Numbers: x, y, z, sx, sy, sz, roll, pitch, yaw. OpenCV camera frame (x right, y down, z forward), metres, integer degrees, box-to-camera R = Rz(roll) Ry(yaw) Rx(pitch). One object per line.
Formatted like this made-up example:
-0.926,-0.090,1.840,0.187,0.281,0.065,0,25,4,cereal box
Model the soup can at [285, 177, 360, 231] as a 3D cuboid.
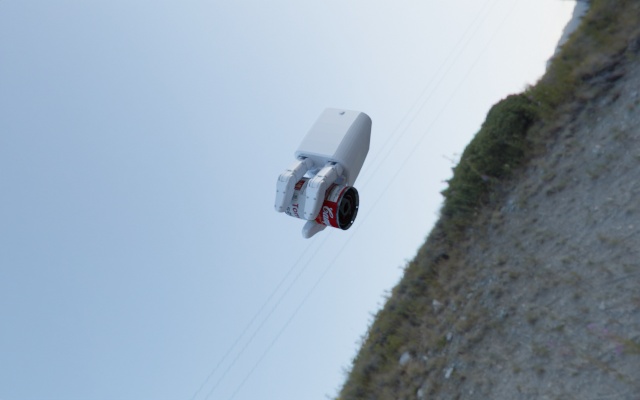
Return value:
0.000,0.003,0.742,0.102,0.068,0.068,13,6,29,soup can
